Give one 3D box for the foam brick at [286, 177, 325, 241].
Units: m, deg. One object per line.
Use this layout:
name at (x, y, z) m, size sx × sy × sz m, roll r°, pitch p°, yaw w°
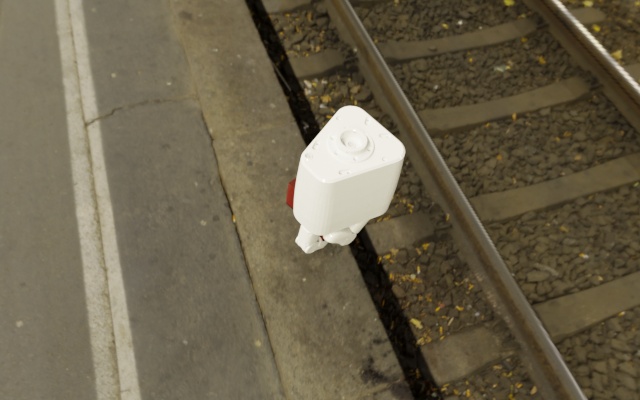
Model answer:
foam brick at (0.000, 0.002, 0.621) m, size 0.053 × 0.078 × 0.051 m, roll -35°, pitch -24°, yaw -25°
